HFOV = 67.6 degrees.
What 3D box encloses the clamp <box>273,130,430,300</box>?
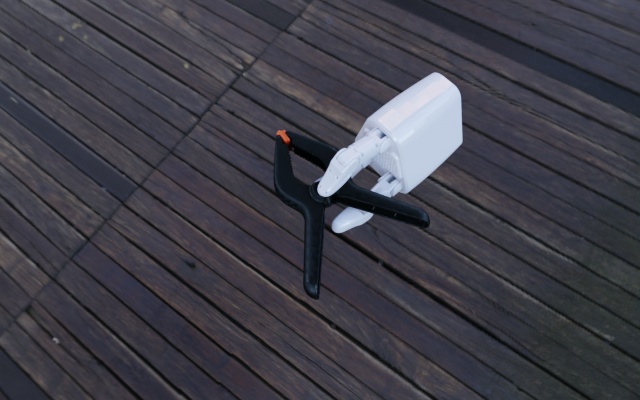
[{"bbox_3d":[0.000,0.001,0.563,0.164,0.210,0.036,-37,-22,-16],"label":"clamp"}]
